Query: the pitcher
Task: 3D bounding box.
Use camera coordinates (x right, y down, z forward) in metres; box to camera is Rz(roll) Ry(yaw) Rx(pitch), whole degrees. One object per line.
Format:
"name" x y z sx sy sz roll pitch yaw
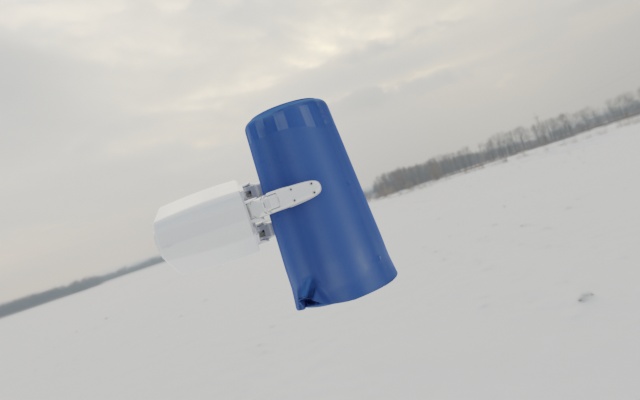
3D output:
"pitcher" 0.000 0.002 0.601 0.145 0.243 0.149 -19 0 -8
